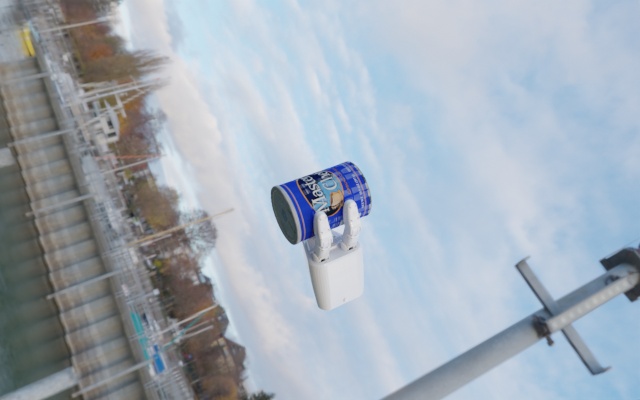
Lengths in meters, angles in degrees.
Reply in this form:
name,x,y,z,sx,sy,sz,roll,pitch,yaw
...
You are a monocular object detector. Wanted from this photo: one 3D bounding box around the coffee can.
name,x,y,z,sx,sy,sz,roll,pitch,yaw
coffee can,0.000,0.003,0.807,0.140,0.103,0.103,-20,8,-21
